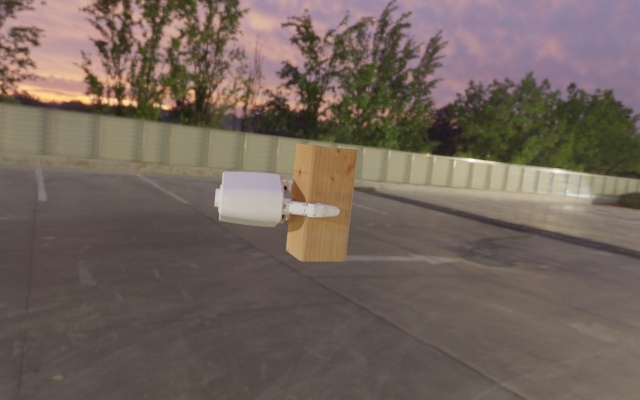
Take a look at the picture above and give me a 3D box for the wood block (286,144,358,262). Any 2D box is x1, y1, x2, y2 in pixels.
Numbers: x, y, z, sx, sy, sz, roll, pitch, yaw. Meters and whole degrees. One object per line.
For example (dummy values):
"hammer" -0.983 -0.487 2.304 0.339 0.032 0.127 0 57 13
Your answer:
"wood block" 0.000 0.003 0.887 0.090 0.206 0.091 3 7 -23
